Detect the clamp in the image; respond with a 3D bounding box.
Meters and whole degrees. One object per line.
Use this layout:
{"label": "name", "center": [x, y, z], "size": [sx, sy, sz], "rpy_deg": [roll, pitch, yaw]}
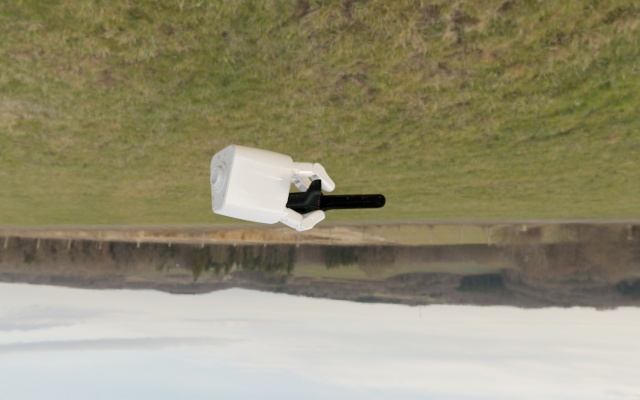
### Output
{"label": "clamp", "center": [0.000, 0.004, 0.857], "size": [0.164, 0.036, 0.210], "rpy_deg": [11, -15, -34]}
